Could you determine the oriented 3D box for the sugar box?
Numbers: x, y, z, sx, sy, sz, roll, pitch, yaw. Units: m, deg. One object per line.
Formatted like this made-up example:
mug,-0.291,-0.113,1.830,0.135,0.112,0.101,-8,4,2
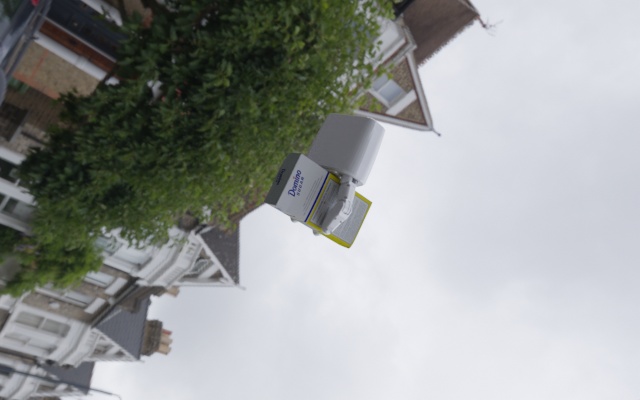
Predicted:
sugar box,0.000,0.002,0.788,0.176,0.093,0.048,32,-12,-33
